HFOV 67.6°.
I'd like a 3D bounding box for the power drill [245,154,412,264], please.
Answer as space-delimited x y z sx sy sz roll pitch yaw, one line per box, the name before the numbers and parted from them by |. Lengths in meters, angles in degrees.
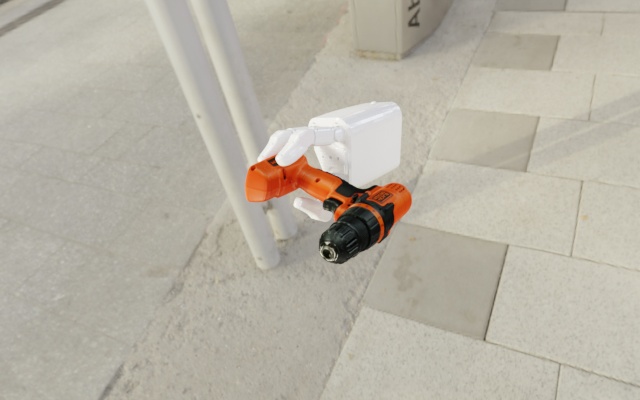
power drill | 0.000 0.002 0.594 0.187 0.057 0.184 24 30 25
